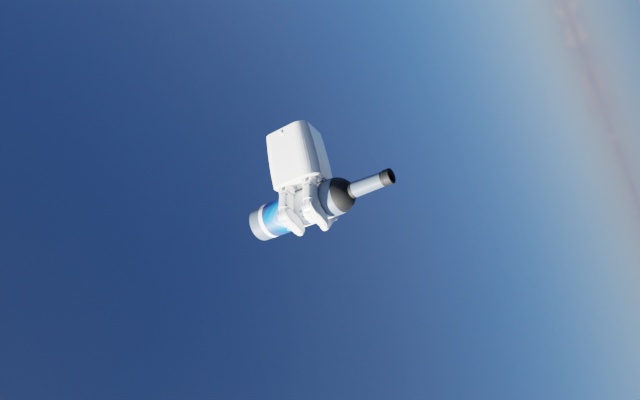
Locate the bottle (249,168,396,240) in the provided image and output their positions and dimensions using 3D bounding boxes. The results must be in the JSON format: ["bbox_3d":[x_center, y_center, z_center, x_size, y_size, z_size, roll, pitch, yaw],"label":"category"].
[{"bbox_3d":[0.000,0.003,0.862,0.296,0.069,0.069,-20,-11,32],"label":"bottle"}]
